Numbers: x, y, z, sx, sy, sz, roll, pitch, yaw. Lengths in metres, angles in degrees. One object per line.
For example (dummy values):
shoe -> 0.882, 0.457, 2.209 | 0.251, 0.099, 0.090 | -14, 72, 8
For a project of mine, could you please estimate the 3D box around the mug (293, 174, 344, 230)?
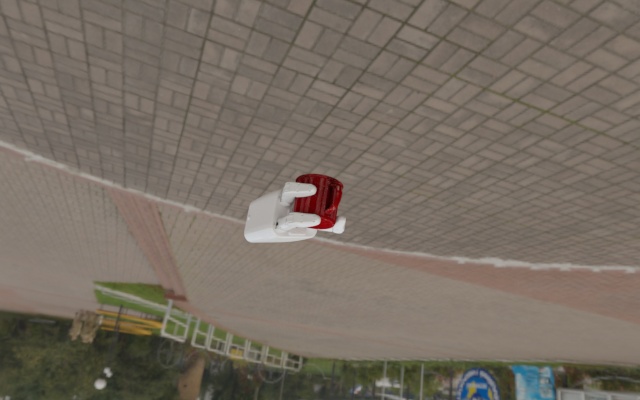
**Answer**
mug -> 0.001, 0.003, 0.891 | 0.093, 0.081, 0.117 | 23, -25, -34
